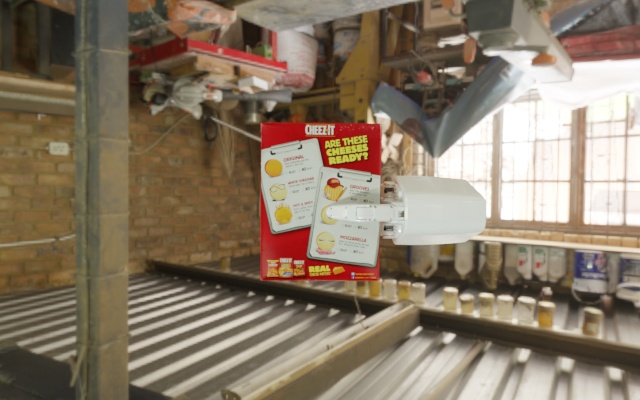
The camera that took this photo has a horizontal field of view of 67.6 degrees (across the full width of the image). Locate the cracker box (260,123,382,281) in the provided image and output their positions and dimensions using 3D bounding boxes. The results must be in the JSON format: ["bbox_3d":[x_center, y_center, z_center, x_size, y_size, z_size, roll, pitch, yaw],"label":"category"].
[{"bbox_3d":[0.000,0.002,0.669,0.164,0.213,0.072,0,2,-2],"label":"cracker box"}]
